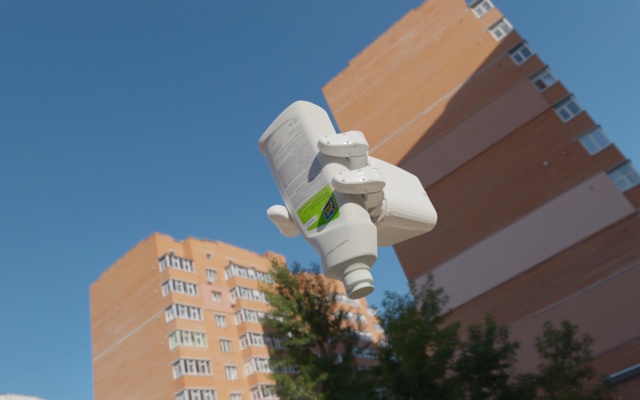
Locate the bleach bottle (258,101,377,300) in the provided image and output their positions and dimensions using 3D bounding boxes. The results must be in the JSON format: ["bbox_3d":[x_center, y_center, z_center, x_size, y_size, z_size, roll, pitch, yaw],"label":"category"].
[{"bbox_3d":[0.000,0.002,0.563,0.068,0.250,0.103,14,-46,-42],"label":"bleach bottle"}]
